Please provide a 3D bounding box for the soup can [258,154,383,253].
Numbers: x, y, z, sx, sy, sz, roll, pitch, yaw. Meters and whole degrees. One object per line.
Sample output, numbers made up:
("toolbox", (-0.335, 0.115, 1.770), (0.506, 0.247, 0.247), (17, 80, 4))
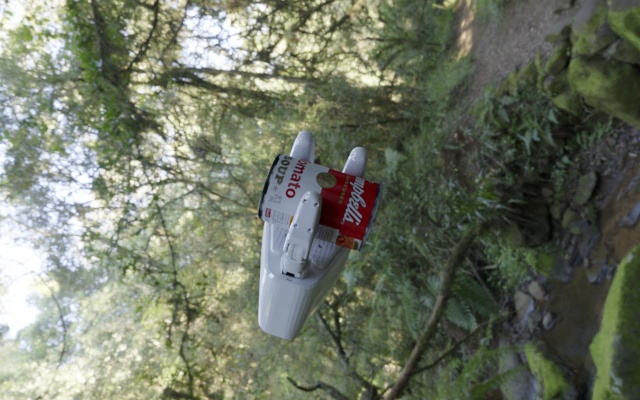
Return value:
("soup can", (0.000, 0.001, 0.451), (0.102, 0.068, 0.068), (18, 1, 3))
